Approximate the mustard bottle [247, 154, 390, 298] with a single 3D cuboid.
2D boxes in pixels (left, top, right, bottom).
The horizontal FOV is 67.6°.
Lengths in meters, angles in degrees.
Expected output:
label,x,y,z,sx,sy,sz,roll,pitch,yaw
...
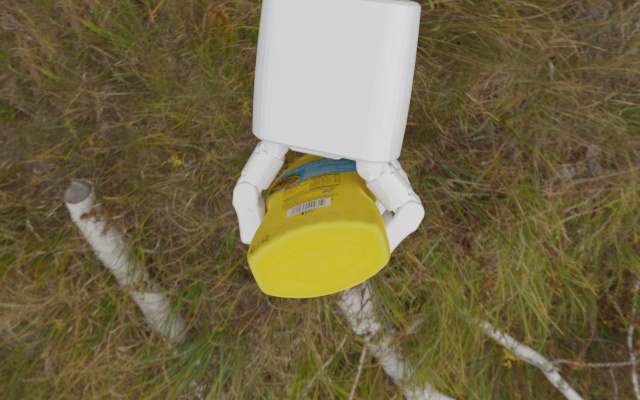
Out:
label,x,y,z,sx,sy,sz,roll,pitch,yaw
mustard bottle,0.000,0.002,0.401,0.096,0.058,0.191,-17,23,9
